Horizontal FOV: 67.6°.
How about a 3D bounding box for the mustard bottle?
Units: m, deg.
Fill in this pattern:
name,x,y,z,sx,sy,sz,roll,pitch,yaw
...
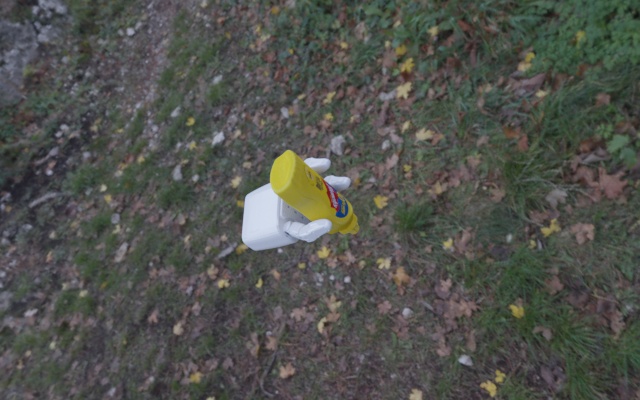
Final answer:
name,x,y,z,sx,sy,sz,roll,pitch,yaw
mustard bottle,0.000,0.002,0.808,0.058,0.096,0.192,-36,-55,21
